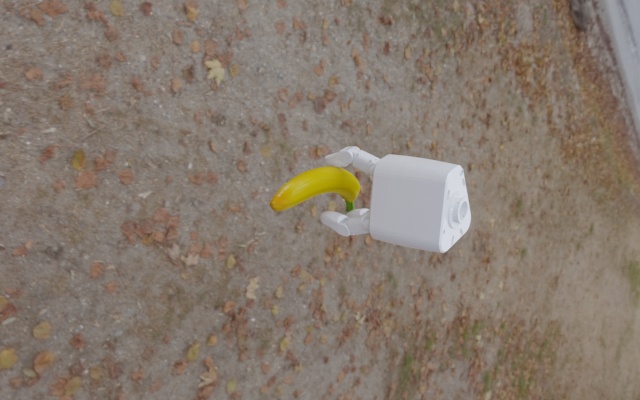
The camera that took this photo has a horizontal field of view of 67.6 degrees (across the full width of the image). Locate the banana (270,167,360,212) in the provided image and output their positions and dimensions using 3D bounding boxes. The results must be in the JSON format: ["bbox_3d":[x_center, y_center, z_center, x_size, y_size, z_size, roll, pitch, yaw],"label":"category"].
[{"bbox_3d":[0.005,-0.016,0.689,0.037,0.069,0.198,14,6,37],"label":"banana"}]
